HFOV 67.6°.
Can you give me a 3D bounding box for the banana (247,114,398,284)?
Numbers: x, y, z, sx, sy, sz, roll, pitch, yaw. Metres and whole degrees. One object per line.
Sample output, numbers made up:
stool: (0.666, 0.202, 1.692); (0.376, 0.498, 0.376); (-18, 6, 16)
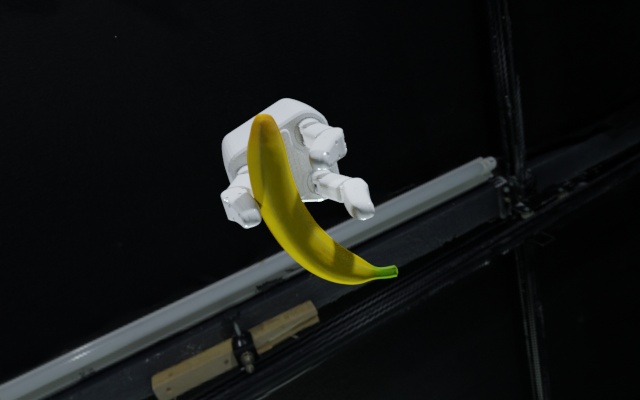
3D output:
banana: (-0.013, 0.015, 0.424); (0.069, 0.198, 0.037); (-38, 24, 6)
